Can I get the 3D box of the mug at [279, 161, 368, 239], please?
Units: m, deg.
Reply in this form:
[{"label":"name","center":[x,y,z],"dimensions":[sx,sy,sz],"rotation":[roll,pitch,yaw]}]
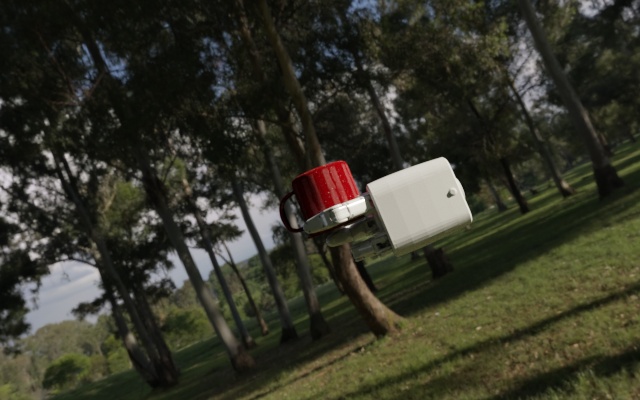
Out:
[{"label":"mug","center":[-0.001,0.002,0.649],"dimensions":[0.117,0.081,0.093],"rotation":[-22,-4,2]}]
